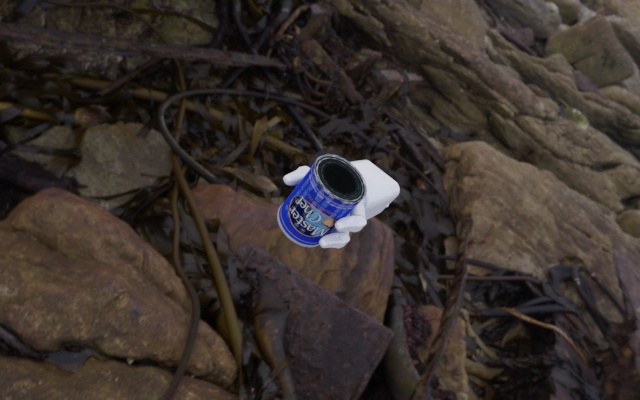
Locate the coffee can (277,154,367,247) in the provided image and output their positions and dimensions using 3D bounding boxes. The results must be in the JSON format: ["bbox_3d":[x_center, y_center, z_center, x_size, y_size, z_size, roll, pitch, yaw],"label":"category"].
[{"bbox_3d":[0.000,0.003,0.835,0.103,0.102,0.140,0,-35,-37],"label":"coffee can"}]
